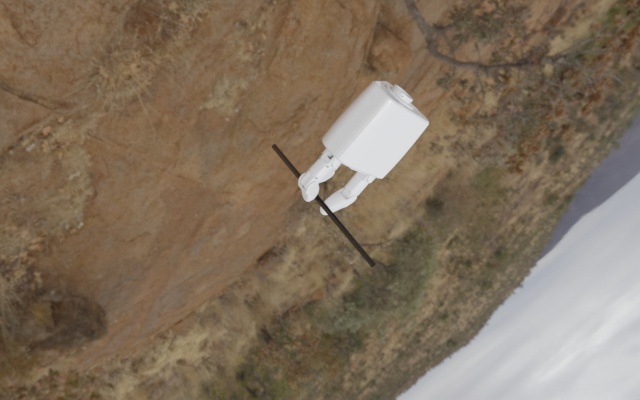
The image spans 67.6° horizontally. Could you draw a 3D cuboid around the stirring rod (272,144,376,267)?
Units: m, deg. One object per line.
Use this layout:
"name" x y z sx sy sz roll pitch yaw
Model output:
"stirring rod" 0.000 0.002 0.694 0.011 0.239 0.011 -34 -21 -15
